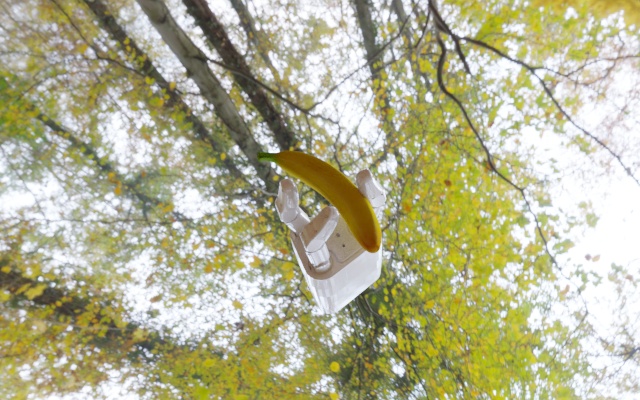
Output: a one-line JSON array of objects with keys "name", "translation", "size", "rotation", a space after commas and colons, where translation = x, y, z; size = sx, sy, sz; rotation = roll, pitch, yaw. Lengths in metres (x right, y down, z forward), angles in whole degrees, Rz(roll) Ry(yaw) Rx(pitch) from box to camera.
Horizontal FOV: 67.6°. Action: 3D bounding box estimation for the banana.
[{"name": "banana", "translation": [0.011, -0.008, 0.577], "size": [0.197, 0.037, 0.069], "rotation": [38, 52, 27]}]
